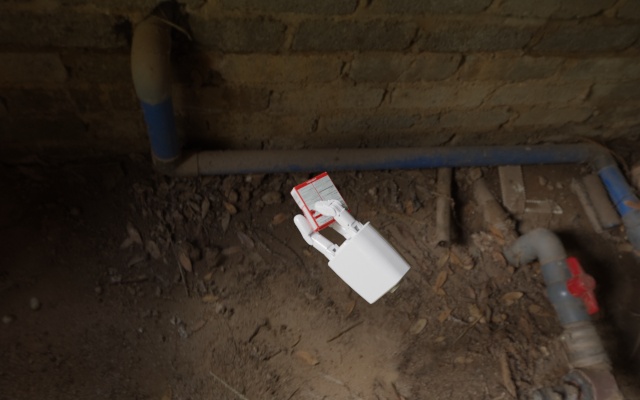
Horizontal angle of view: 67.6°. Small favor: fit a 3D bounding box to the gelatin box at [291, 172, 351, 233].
[{"bbox_3d":[0.000,0.002,0.868,0.073,0.089,0.030,-28,-9,-25],"label":"gelatin box"}]
